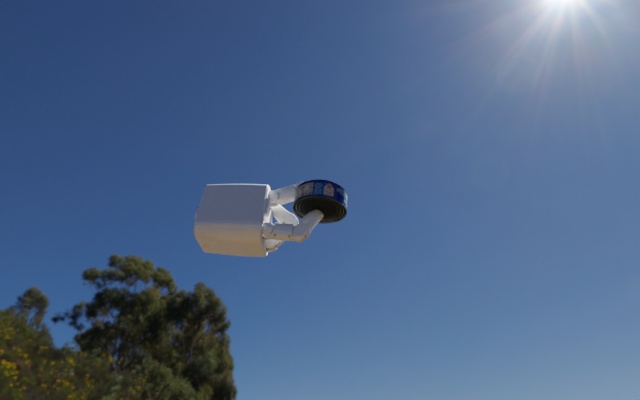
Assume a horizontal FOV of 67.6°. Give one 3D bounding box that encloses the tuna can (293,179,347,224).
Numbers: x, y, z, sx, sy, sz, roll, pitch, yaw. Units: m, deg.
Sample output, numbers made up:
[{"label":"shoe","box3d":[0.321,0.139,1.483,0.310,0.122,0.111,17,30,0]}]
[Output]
[{"label":"tuna can","box3d":[0.000,0.002,0.759,0.086,0.033,0.086,4,-30,3]}]
